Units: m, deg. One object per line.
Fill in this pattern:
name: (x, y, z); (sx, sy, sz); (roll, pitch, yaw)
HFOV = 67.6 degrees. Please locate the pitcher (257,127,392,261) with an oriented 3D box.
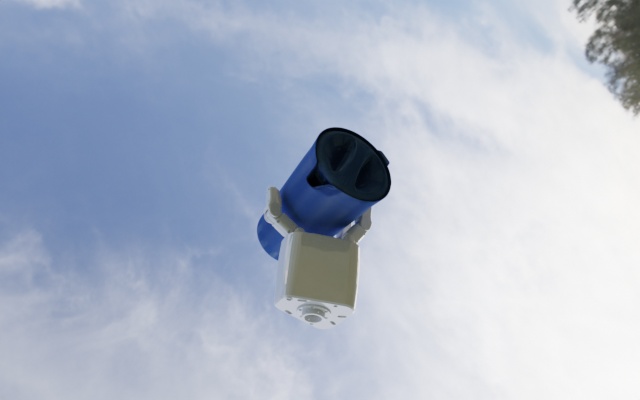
pitcher: (0.000, 0.003, 0.780); (0.149, 0.145, 0.243); (24, -42, -20)
